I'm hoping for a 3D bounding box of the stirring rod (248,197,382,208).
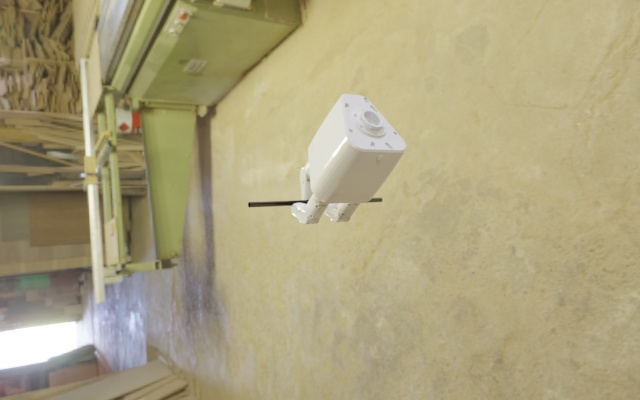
[{"bbox_3d":[0.000,0.002,0.748,0.239,0.011,0.011,-2,1,-31],"label":"stirring rod"}]
